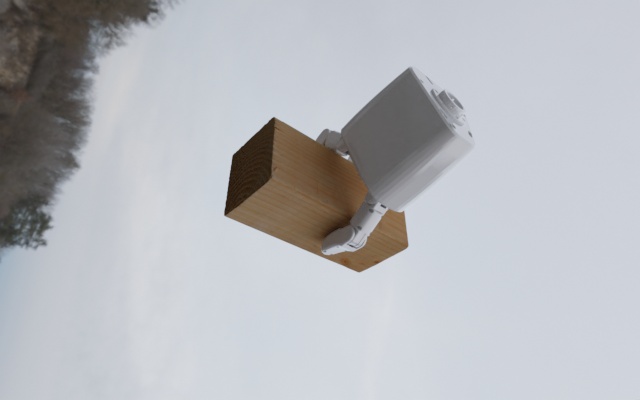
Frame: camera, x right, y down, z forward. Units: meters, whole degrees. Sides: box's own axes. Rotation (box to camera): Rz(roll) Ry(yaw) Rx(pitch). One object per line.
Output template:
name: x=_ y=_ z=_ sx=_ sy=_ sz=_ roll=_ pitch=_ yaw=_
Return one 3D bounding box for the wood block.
wood block: x=0.000 y=0.002 z=0.570 sx=0.206 sy=0.090 sz=0.090 roll=27 pitch=-44 yaw=-32
